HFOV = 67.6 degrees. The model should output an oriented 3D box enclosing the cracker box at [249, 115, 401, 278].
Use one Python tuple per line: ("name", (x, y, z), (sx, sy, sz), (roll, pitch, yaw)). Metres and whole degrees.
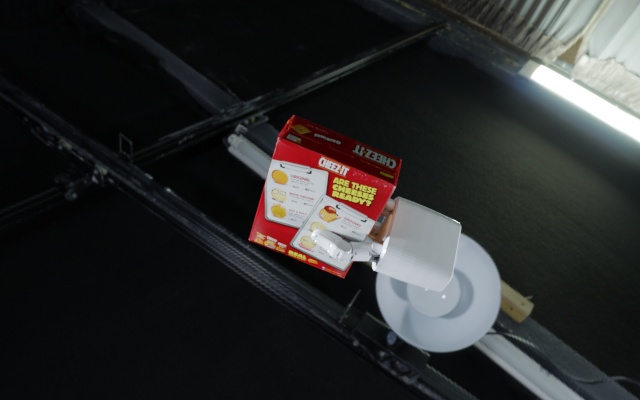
("cracker box", (0.000, 0.003, 0.696), (0.164, 0.214, 0.072), (22, 43, 0))
